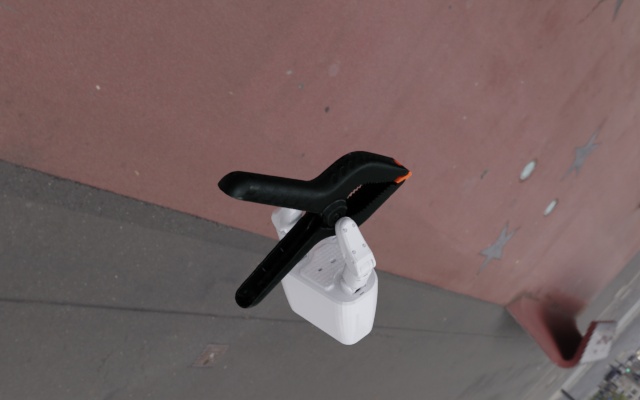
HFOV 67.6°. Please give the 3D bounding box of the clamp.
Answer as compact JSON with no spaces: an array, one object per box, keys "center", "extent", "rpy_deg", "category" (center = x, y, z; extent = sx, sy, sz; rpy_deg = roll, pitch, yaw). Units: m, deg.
[{"center":[0.001,0.002,0.443],"extent":[0.210,0.165,0.036],"rpy_deg":[-31,54,-21],"category":"clamp"}]
